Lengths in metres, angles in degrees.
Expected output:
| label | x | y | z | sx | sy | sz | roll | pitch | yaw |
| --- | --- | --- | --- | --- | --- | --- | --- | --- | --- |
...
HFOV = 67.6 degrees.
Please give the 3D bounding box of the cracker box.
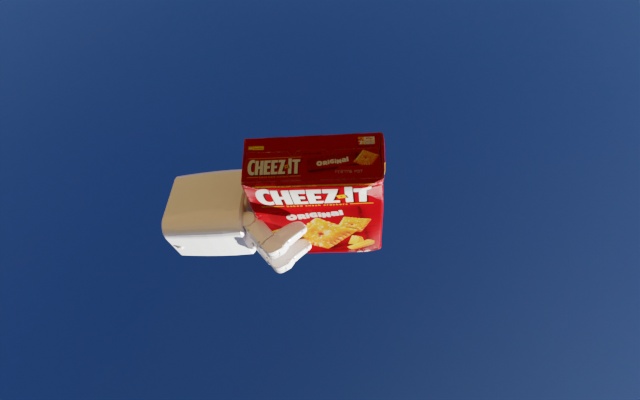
| label | x | y | z | sx | sy | sz | roll | pitch | yaw |
| --- | --- | --- | --- | --- | --- | --- | --- | --- | --- |
| cracker box | 0.000 | 0.002 | 0.630 | 0.164 | 0.072 | 0.214 | -2 | -27 | 5 |
